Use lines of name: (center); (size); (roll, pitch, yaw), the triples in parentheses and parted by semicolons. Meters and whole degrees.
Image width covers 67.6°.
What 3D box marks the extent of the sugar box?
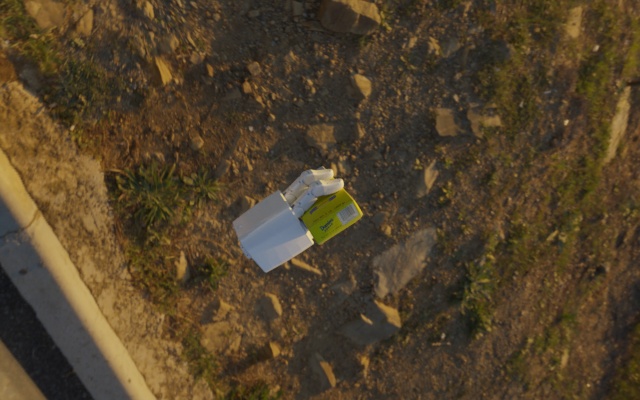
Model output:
sugar box: (0.000, 0.003, 0.872); (0.093, 0.048, 0.176); (-33, 32, -4)
